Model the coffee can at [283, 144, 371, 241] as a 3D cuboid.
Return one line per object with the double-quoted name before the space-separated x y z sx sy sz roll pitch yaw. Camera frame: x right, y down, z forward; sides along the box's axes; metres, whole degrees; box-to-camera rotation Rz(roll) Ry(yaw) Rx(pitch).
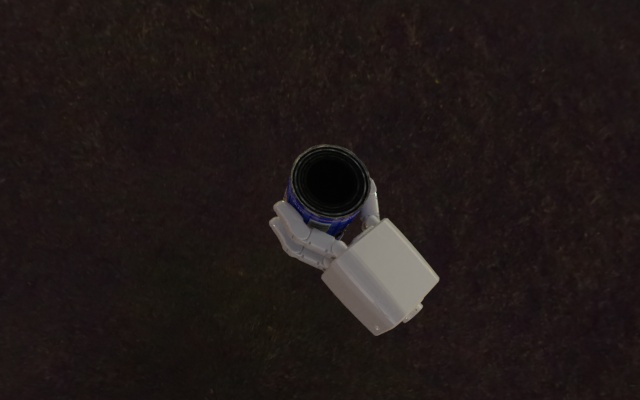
"coffee can" 0.000 0.002 0.651 0.103 0.102 0.140 0 -23 -12
